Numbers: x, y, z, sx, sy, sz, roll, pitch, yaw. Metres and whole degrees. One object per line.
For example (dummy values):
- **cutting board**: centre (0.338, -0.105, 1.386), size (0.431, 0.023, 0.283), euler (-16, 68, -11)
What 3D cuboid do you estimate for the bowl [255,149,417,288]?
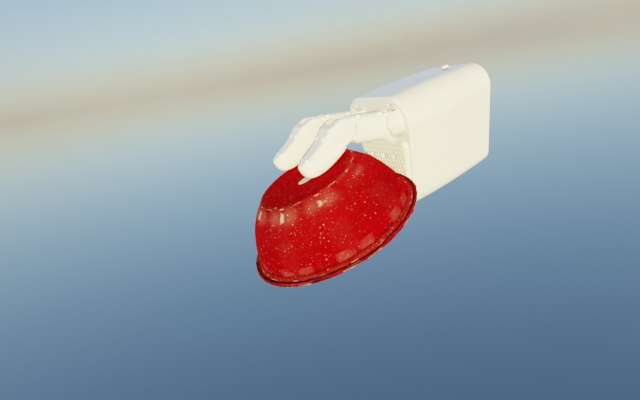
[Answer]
- **bowl**: centre (-0.001, 0.002, 0.421), size (0.162, 0.055, 0.162), euler (-25, 24, 12)
